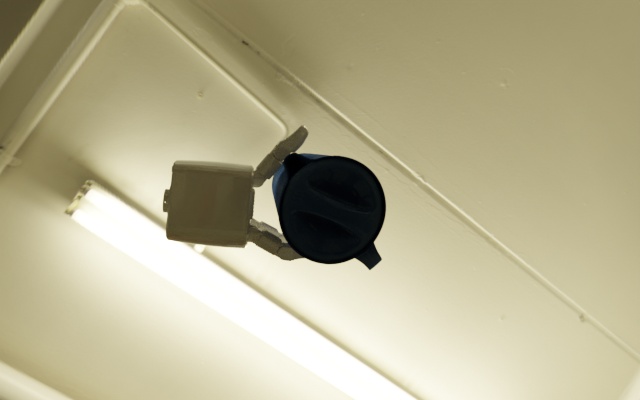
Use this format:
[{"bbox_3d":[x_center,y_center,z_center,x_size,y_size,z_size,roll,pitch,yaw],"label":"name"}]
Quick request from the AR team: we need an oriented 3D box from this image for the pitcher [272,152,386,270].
[{"bbox_3d":[0.000,0.002,0.683,0.145,0.149,0.243,3,9,-11],"label":"pitcher"}]
